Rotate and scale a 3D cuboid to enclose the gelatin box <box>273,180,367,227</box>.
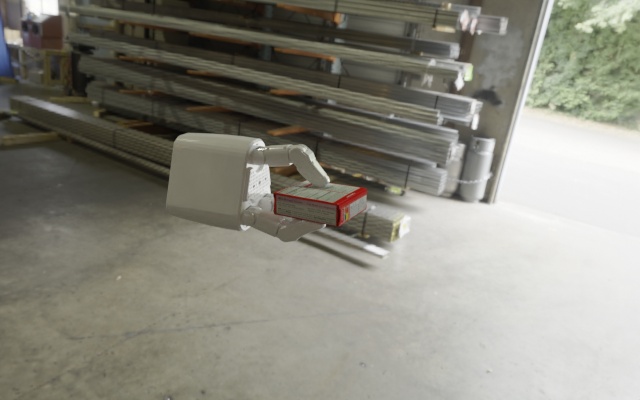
[{"bbox_3d":[0.000,0.001,0.564,0.089,0.030,0.073,9,19,29],"label":"gelatin box"}]
